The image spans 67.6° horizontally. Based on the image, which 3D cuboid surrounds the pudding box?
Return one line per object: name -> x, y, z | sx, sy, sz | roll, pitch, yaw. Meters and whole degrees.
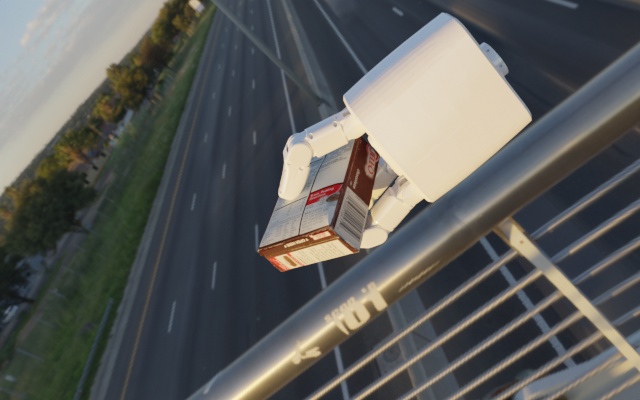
pudding box -> 0.000, 0.001, 0.429 | 0.090, 0.113, 0.039 | -21, -53, 38
